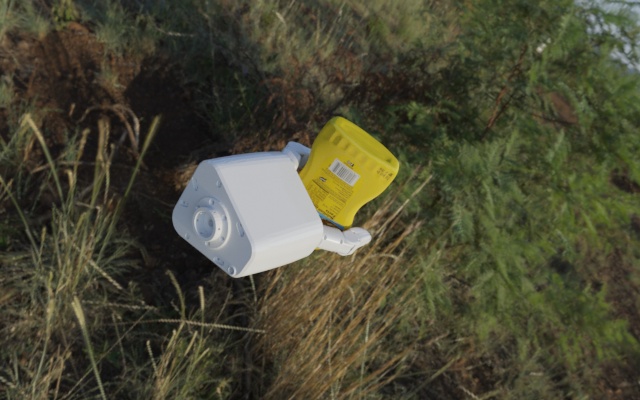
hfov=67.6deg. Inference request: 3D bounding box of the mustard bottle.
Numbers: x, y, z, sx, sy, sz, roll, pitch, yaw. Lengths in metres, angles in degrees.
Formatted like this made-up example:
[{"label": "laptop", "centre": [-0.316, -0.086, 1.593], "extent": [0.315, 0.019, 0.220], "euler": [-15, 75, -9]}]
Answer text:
[{"label": "mustard bottle", "centre": [0.000, 0.002, 0.569], "extent": [0.096, 0.192, 0.058], "euler": [36, 28, -2]}]
